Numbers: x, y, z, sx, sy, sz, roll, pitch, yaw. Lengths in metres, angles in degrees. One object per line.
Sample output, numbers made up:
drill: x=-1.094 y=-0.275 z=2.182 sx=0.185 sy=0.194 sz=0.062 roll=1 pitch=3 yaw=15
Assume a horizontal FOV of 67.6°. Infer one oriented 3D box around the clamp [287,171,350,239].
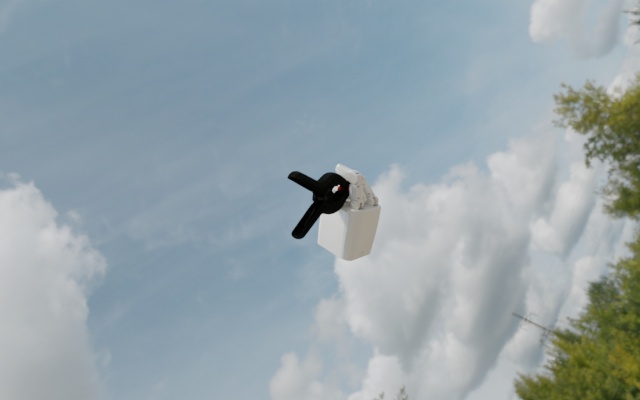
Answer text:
clamp: x=0.000 y=0.003 z=0.875 sx=0.039 sy=0.120 sz=0.171 roll=18 pitch=17 yaw=39
